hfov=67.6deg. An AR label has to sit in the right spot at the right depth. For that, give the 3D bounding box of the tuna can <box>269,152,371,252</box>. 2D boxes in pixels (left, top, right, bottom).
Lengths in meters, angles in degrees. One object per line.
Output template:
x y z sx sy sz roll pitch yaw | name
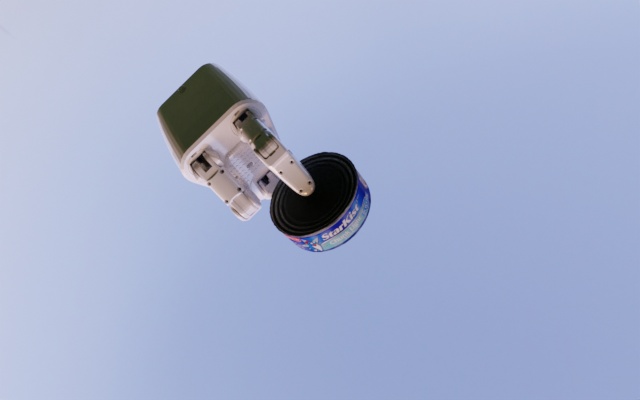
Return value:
0.000 0.002 0.418 0.086 0.086 0.034 0 -32 34 | tuna can
